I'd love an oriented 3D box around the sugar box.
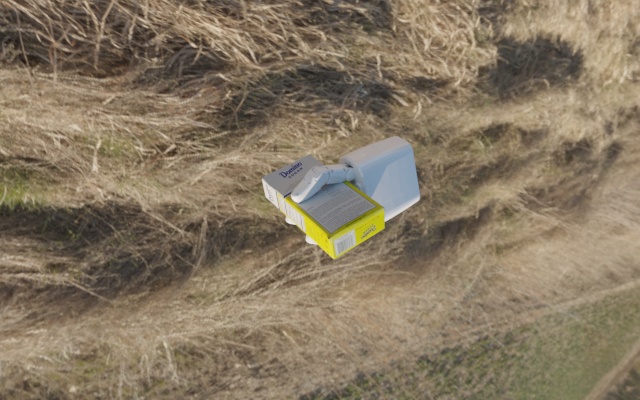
[{"bbox_3d":[0.000,0.003,0.689,0.093,0.048,0.176,-28,41,-23],"label":"sugar box"}]
